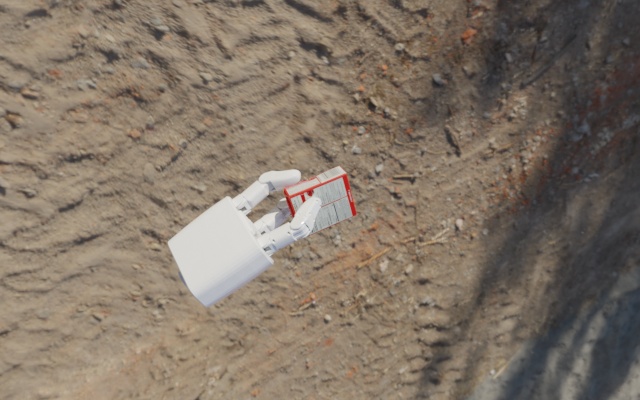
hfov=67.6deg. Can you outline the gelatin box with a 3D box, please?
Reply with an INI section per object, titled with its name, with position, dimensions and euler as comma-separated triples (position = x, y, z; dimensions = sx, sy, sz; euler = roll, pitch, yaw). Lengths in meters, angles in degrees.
[gelatin box]
position = 0.001, 0.002, 0.666
dimensions = 0.089, 0.073, 0.030
euler = -23, 34, -8
